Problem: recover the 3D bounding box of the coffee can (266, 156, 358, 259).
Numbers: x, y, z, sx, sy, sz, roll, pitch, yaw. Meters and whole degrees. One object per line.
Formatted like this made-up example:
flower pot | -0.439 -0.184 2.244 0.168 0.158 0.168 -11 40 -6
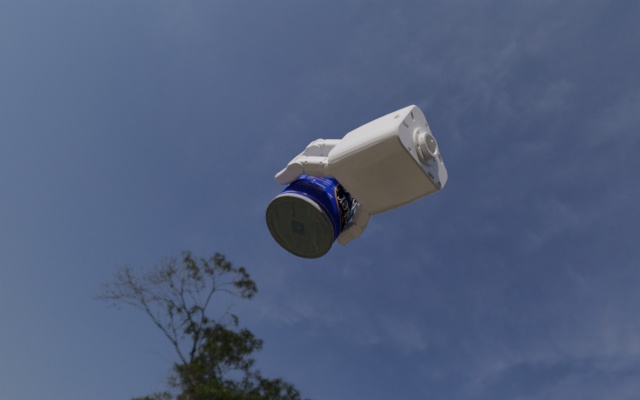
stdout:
coffee can | 0.000 0.002 0.693 0.103 0.103 0.140 0 31 31
